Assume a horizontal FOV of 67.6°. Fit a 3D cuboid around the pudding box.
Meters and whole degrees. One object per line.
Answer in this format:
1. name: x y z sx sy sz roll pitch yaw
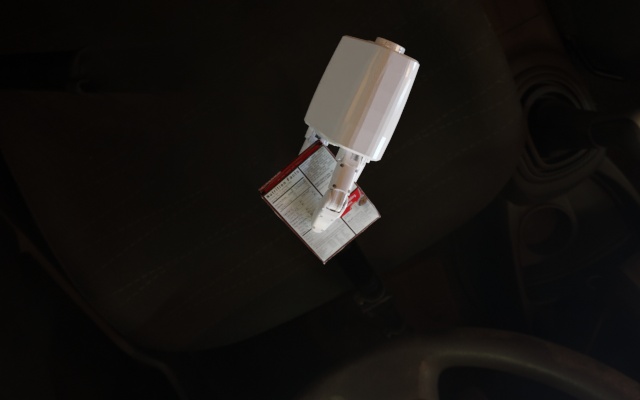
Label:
1. pudding box: 0.000 0.002 0.540 0.090 0.113 0.039 -40 17 3
